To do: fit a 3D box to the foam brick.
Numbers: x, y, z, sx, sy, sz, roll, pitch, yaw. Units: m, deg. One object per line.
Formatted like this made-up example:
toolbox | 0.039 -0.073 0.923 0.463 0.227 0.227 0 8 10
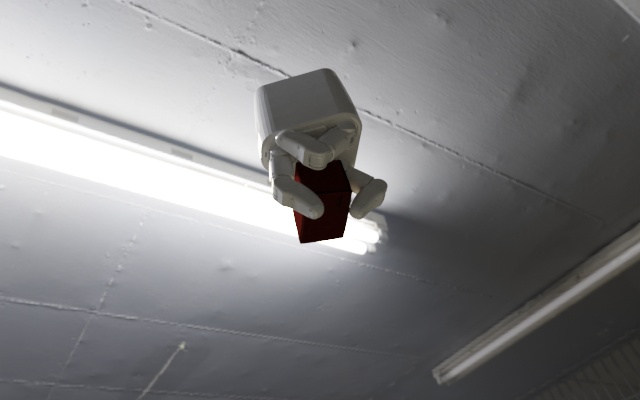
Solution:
foam brick | 0.000 0.002 0.528 0.053 0.078 0.051 -5 45 -13
